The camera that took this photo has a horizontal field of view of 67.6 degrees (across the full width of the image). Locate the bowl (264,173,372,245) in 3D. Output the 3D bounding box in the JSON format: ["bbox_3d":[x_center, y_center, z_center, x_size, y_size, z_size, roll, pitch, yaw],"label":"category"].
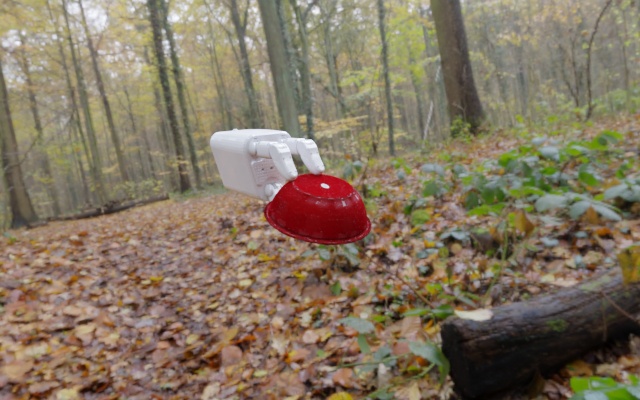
[{"bbox_3d":[0.001,0.002,0.701,0.162,0.055,0.162,8,24,-4],"label":"bowl"}]
